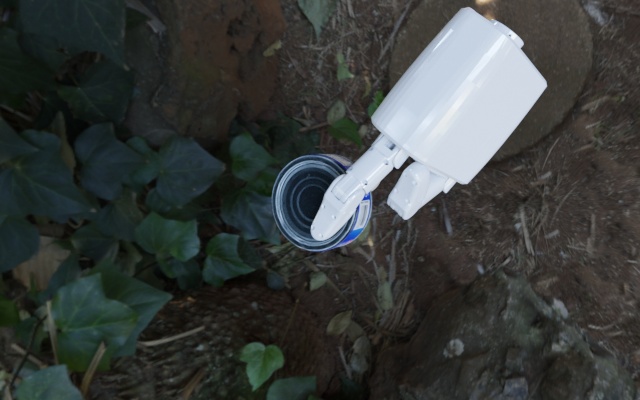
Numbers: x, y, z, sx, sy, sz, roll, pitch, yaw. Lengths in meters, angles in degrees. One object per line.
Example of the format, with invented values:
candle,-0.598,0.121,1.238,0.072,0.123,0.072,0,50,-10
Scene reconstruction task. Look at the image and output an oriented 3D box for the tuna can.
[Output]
tuna can,0.000,0.001,0.421,0.086,0.086,0.034,0,4,28
